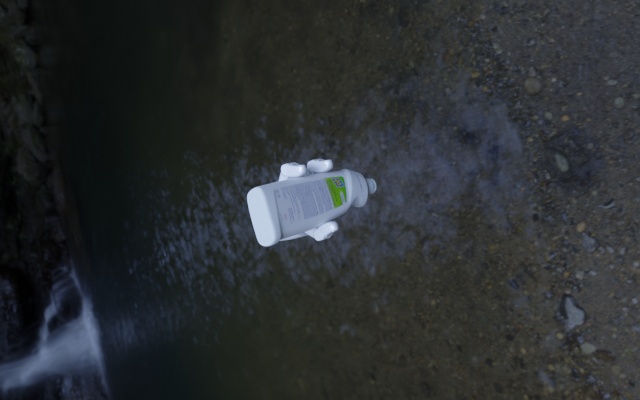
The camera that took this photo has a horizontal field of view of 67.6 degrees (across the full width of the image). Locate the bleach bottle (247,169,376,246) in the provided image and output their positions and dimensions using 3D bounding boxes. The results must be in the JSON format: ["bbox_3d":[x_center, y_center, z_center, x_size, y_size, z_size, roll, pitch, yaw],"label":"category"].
[{"bbox_3d":[0.000,0.003,0.849,0.251,0.102,0.068,-13,-5,-34],"label":"bleach bottle"}]
